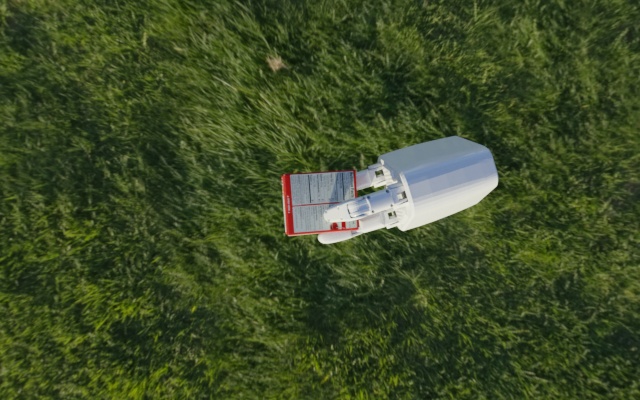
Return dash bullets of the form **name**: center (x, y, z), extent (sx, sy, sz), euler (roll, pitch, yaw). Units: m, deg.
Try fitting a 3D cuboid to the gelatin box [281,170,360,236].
- **gelatin box**: center (0.000, 0.002, 0.573), extent (0.089, 0.073, 0.030), euler (-4, 1, -9)
